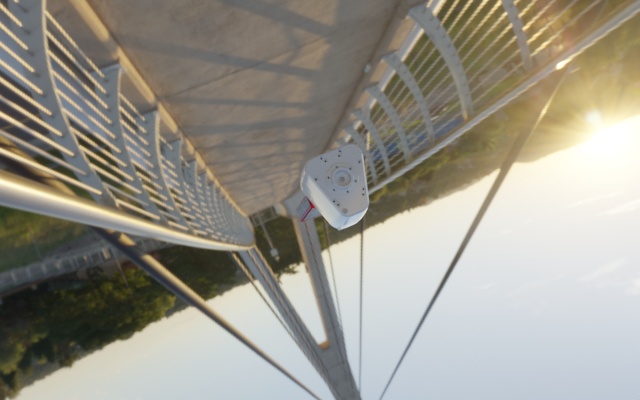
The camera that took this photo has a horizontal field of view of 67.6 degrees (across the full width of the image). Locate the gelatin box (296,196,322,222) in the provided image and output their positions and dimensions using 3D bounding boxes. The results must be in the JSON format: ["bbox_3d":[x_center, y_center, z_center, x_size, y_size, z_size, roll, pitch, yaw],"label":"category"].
[{"bbox_3d":[0.000,0.003,0.884,0.073,0.030,0.089,-21,-13,-21],"label":"gelatin box"}]
